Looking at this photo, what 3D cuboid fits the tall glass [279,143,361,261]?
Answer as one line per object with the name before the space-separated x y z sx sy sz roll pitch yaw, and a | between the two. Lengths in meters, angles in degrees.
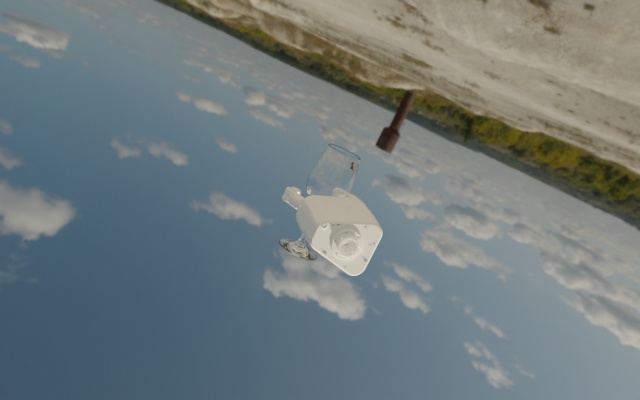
tall glass | 0.000 0.003 0.844 0.079 0.201 0.079 24 13 -6
